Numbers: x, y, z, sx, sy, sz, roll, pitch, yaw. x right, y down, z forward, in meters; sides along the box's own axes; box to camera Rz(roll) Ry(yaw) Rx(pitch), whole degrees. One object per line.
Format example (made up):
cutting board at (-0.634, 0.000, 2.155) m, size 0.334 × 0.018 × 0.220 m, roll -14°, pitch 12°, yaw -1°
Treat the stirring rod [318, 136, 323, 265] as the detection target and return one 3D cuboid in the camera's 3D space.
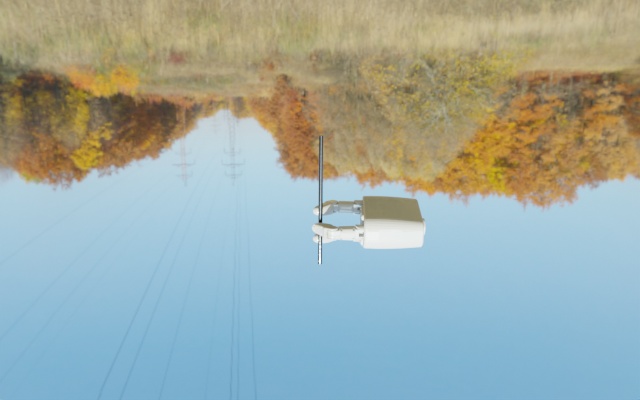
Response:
stirring rod at (0.000, 0.003, 0.870) m, size 0.011 × 0.239 × 0.011 m, roll 1°, pitch 15°, yaw 0°
